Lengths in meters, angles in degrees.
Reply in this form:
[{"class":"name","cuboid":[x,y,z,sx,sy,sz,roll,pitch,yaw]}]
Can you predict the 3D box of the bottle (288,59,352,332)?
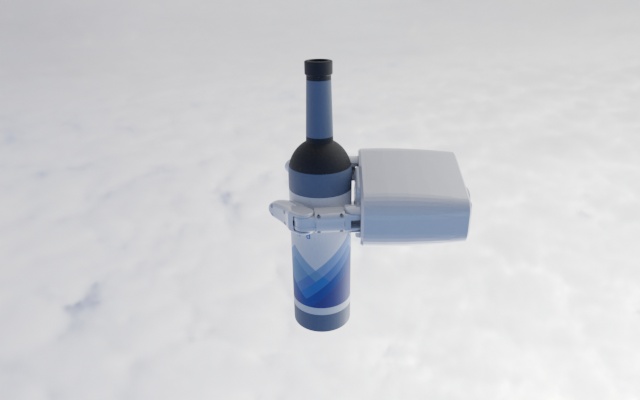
[{"class":"bottle","cuboid":[0.000,0.002,0.512,0.069,0.296,0.069,-1,24,0]}]
